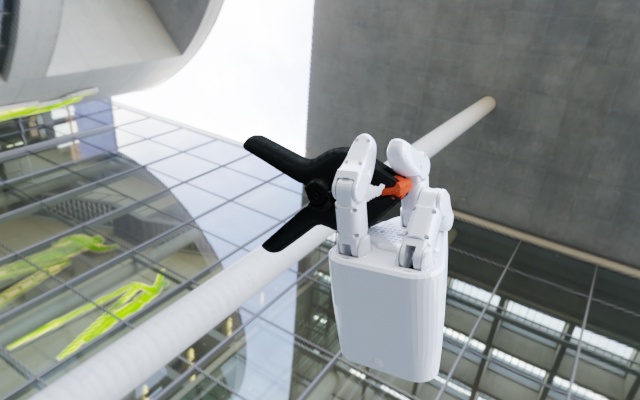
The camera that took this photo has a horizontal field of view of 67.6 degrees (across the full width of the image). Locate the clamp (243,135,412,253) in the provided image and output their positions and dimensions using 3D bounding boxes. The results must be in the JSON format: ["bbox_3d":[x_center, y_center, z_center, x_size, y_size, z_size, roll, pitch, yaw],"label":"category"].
[{"bbox_3d":[0.001,0.001,0.450,0.171,0.120,0.039,8,24,32],"label":"clamp"}]
